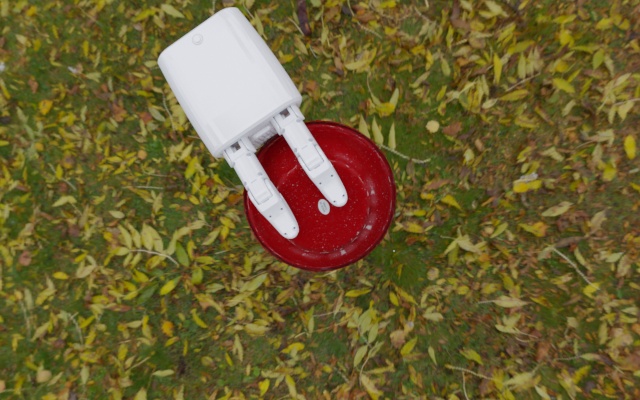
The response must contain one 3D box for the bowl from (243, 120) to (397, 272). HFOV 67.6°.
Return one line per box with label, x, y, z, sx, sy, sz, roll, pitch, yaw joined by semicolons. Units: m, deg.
bowl;0.001;0.003;0.478;0.162;0.162;0.055;0;10;-1
